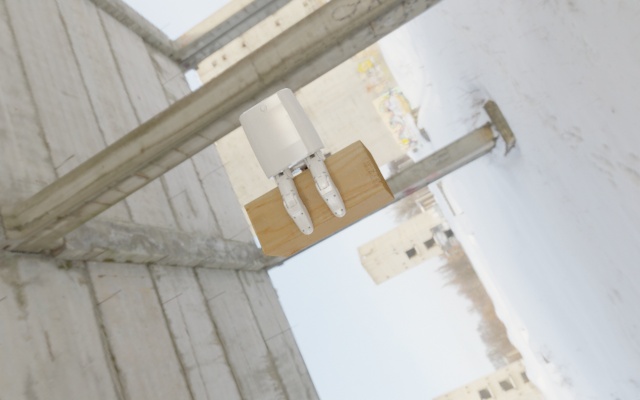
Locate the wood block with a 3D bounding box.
[{"bbox_3d":[0.000,0.002,0.749,0.206,0.090,0.091,-29,-16,12],"label":"wood block"}]
